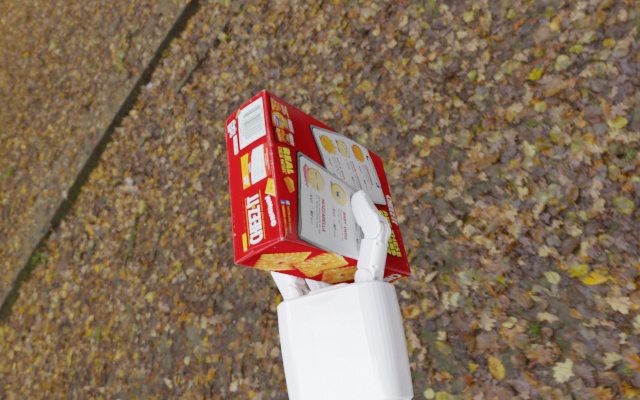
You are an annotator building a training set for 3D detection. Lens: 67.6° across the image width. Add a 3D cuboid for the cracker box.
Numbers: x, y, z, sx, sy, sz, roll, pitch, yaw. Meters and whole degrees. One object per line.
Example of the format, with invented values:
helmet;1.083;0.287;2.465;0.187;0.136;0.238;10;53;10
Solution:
cracker box;0.000;0.002;0.521;0.072;0.164;0.214;-28;-31;31
